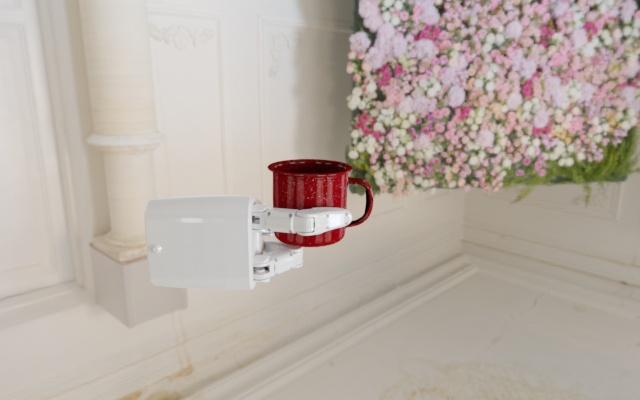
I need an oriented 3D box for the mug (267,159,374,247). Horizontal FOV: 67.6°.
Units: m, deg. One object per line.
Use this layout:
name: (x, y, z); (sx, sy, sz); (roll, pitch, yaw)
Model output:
mug: (0.002, 0.002, 0.531); (0.117, 0.081, 0.093); (1, 15, 0)
